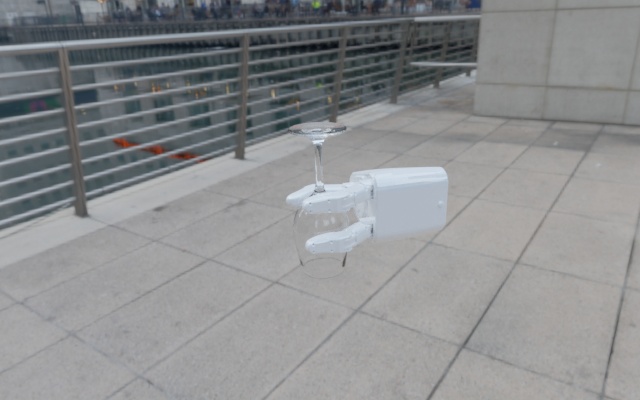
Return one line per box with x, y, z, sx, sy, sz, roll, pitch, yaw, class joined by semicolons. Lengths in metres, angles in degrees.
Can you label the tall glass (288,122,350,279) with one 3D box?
0.000;0.001;0.636;0.079;0.201;0.079;-2;21;1;tall glass
